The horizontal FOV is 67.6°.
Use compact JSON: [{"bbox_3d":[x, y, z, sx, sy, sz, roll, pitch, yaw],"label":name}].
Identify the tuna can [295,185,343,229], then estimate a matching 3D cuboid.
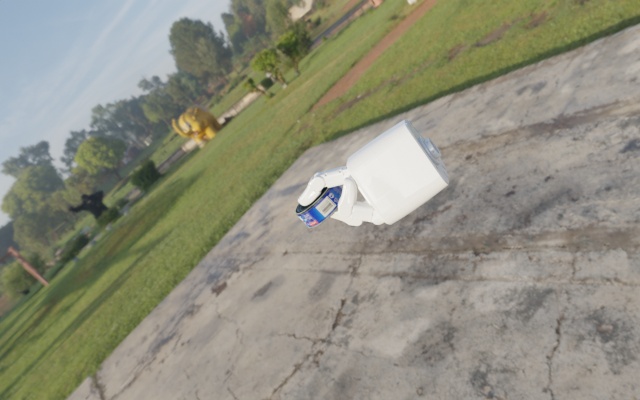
[{"bbox_3d":[0.000,0.002,0.767,0.034,0.086,0.086,45,-15,-15],"label":"tuna can"}]
